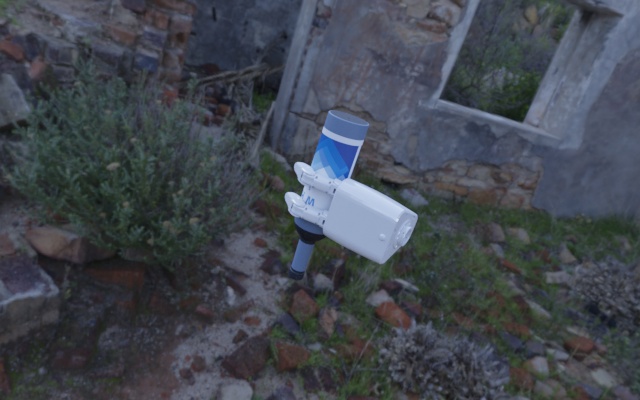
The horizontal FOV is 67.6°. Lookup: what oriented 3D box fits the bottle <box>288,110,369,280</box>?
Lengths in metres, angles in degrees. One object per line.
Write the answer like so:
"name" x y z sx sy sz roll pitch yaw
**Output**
"bottle" 0.000 0.002 0.791 0.069 0.296 0.069 16 21 -6
